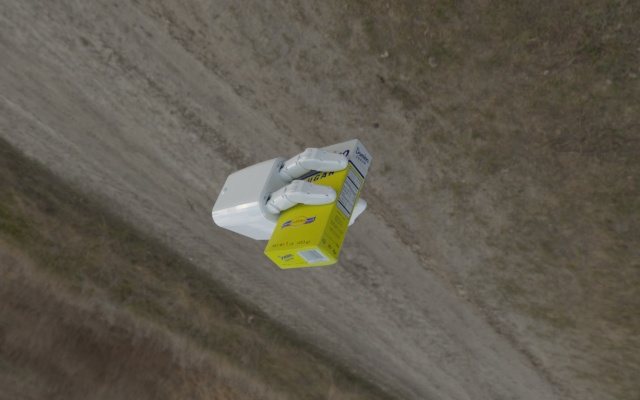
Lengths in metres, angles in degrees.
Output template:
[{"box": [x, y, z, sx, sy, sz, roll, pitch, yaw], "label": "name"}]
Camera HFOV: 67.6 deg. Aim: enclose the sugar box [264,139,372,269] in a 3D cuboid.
[{"box": [0.000, 0.002, 0.625, 0.093, 0.176, 0.048, -11, -43, 38], "label": "sugar box"}]
